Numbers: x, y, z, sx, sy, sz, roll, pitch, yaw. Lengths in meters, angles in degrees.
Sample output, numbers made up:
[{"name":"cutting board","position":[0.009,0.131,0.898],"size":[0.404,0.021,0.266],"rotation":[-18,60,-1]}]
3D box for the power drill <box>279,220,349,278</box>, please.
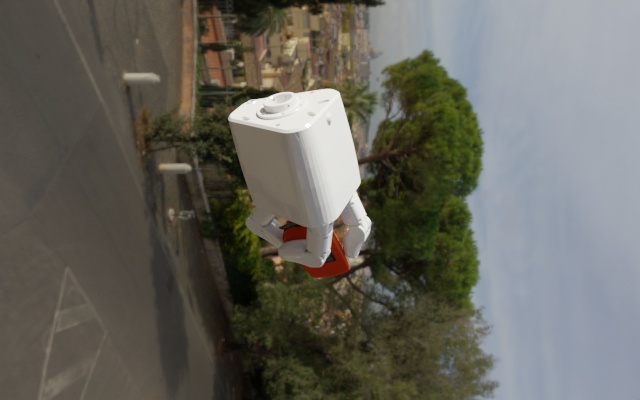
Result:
[{"name":"power drill","position":[0.000,0.002,0.624],"size":[0.057,0.187,0.184],"rotation":[-16,-41,16]}]
